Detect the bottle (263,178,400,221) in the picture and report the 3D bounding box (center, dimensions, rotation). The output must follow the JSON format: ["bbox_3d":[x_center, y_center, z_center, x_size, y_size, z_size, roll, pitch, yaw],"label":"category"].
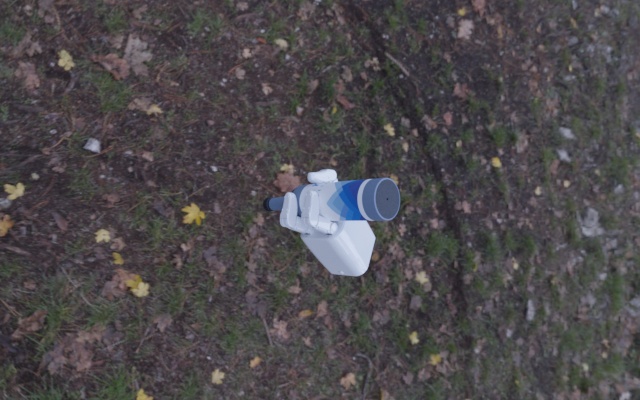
[{"bbox_3d":[0.000,0.003,0.842,0.069,0.069,0.296,0,-2,-45],"label":"bottle"}]
